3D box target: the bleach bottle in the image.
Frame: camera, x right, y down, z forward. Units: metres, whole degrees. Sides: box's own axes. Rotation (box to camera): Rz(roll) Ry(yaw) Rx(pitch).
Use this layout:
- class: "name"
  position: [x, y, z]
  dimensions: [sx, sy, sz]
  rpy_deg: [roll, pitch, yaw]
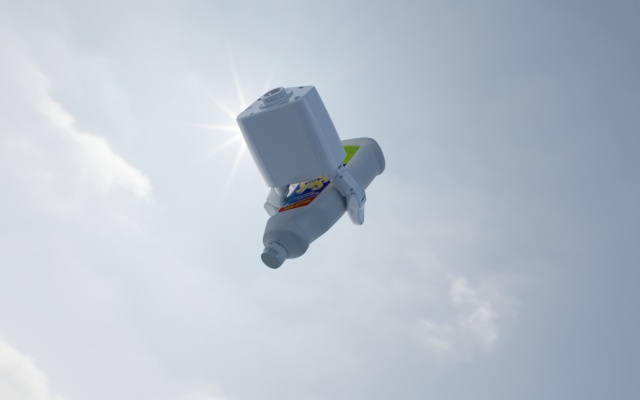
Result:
- class: "bleach bottle"
  position: [0.000, 0.002, 0.677]
  dimensions: [0.102, 0.068, 0.250]
  rpy_deg: [-3, 34, 35]
